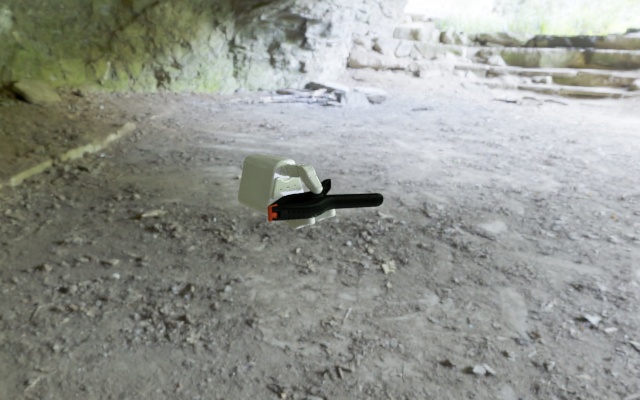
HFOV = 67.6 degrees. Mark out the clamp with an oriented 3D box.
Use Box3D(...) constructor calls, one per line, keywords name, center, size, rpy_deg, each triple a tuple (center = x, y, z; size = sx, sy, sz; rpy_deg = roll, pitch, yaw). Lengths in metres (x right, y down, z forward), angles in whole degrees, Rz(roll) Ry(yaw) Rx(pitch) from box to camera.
Box3D(name="clamp", center=(0.000, 0.002, 0.875), size=(0.210, 0.036, 0.164), rpy_deg=(-18, 23, -42))
